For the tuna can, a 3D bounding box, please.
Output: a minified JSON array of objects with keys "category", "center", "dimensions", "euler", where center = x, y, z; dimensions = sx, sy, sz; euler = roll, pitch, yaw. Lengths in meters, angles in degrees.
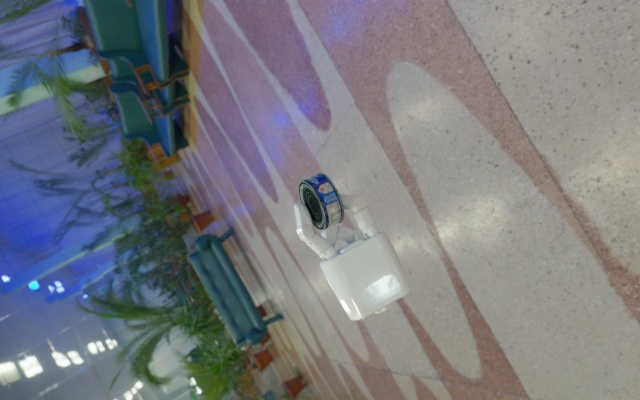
[{"category":"tuna can","center":[0.000,0.003,0.748],"dimensions":[0.033,0.086,0.086],"euler":[-23,9,-21]}]
